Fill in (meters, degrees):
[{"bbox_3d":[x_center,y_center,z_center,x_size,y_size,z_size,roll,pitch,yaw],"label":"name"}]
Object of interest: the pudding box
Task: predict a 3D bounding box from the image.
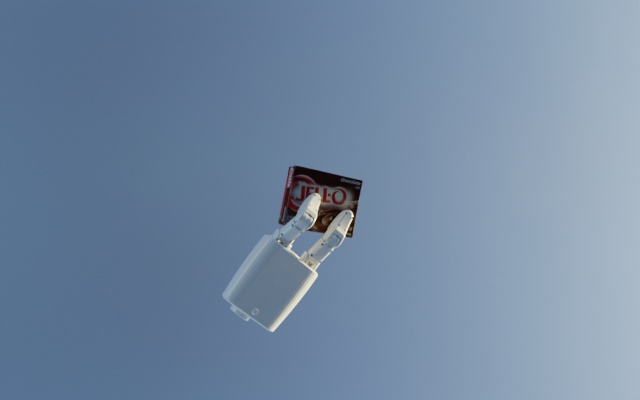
[{"bbox_3d":[0.000,0.002,0.715,0.113,0.090,0.039,11,-1,-22],"label":"pudding box"}]
